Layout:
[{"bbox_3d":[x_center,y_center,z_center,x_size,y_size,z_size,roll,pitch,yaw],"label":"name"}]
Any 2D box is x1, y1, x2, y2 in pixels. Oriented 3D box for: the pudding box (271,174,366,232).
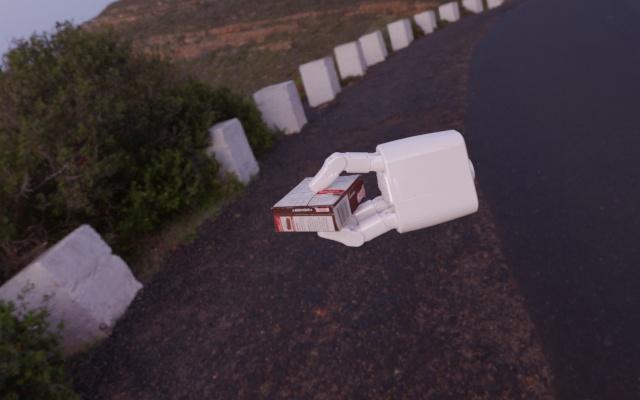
[{"bbox_3d":[0.000,0.002,0.634,0.090,0.039,0.113,-3,21,26],"label":"pudding box"}]
